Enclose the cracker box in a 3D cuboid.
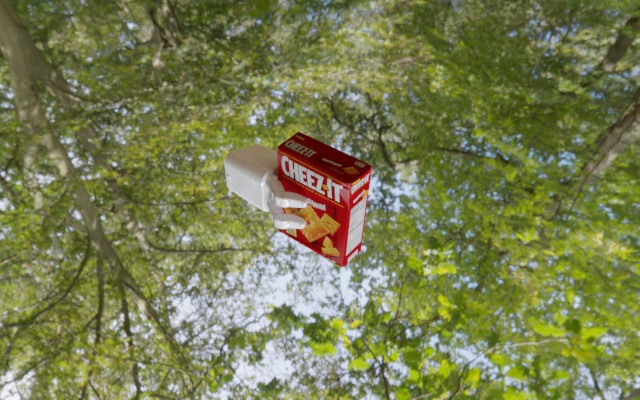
[{"bbox_3d":[0.000,0.003,0.888,0.164,0.214,0.072,28,48,26],"label":"cracker box"}]
